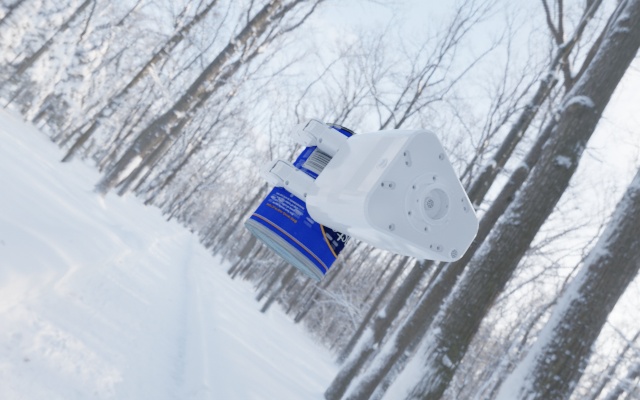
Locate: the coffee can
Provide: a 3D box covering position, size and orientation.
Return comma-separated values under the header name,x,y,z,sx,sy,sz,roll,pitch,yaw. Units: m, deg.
name,x,y,z,sx,sy,sz,roll,pitch,yaw
coffee can,0.000,0.002,0.521,0.103,0.140,0.103,35,-13,9
